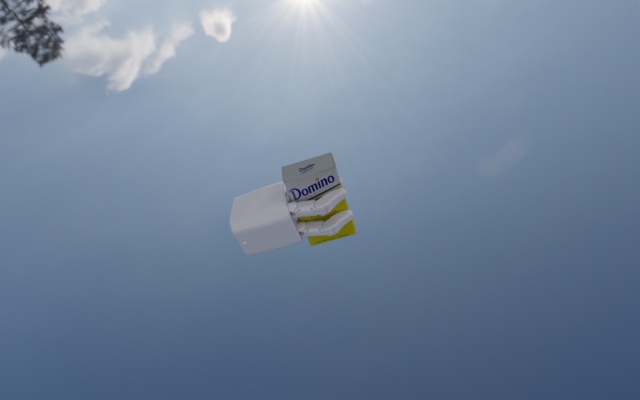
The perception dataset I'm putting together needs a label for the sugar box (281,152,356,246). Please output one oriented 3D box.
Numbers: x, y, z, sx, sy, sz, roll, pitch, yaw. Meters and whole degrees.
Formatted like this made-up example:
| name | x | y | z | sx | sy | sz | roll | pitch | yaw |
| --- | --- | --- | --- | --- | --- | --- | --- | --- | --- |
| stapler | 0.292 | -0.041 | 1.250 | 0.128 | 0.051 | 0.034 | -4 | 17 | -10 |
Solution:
| name | x | y | z | sx | sy | sz | roll | pitch | yaw |
| --- | --- | --- | --- | --- | --- | --- | --- | --- | --- |
| sugar box | 0.000 | 0.003 | 0.859 | 0.093 | 0.048 | 0.176 | -17 | -45 | 5 |
